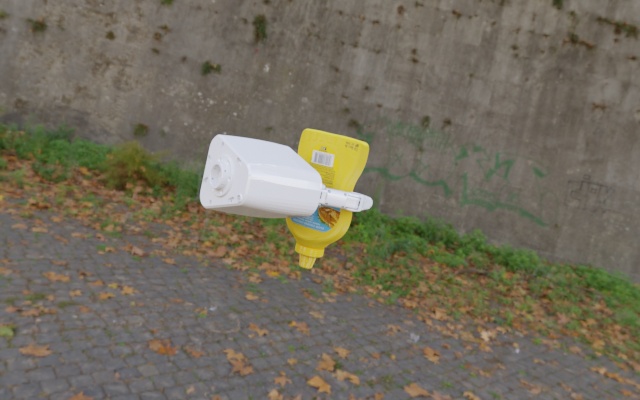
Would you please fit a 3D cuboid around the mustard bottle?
[{"bbox_3d":[0.000,0.002,0.668,0.096,0.191,0.058,16,7,24],"label":"mustard bottle"}]
